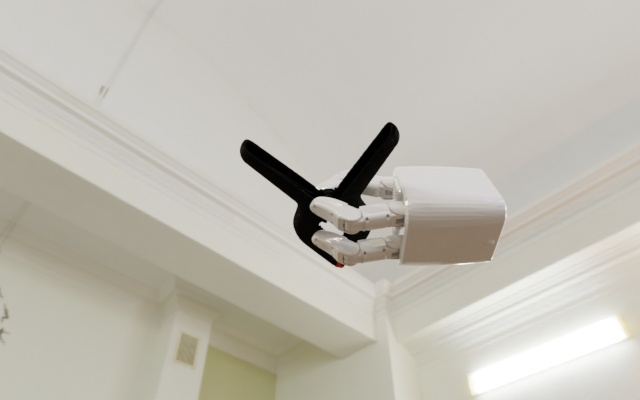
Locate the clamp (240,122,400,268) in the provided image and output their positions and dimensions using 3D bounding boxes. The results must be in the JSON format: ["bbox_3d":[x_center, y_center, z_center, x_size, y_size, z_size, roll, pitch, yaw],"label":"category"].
[{"bbox_3d":[0.000,0.002,0.550,0.164,0.210,0.036,0,44,1],"label":"clamp"}]
